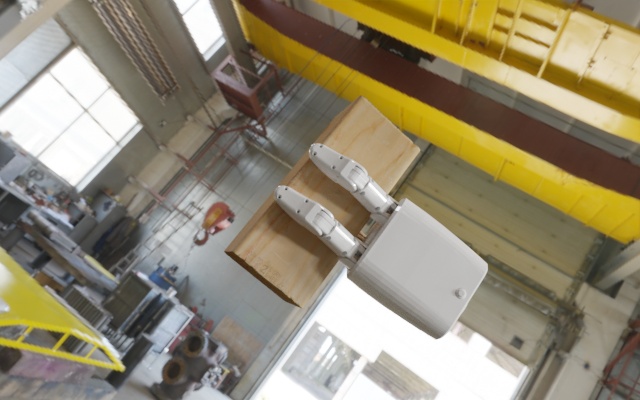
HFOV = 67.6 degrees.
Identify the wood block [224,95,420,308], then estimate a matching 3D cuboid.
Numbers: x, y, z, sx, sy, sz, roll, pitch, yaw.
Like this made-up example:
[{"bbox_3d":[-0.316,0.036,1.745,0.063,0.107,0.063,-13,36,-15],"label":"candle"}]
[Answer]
[{"bbox_3d":[0.000,0.002,0.512,0.090,0.206,0.091,41,-16,-8],"label":"wood block"}]
